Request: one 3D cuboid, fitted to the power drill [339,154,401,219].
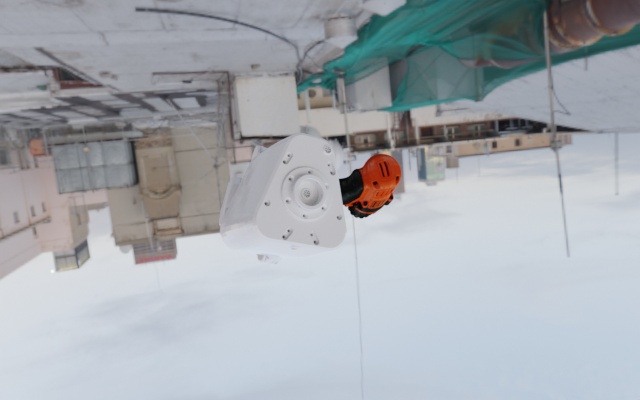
[{"bbox_3d":[0.000,0.002,0.618,0.187,0.057,0.184,-14,-15,-9],"label":"power drill"}]
